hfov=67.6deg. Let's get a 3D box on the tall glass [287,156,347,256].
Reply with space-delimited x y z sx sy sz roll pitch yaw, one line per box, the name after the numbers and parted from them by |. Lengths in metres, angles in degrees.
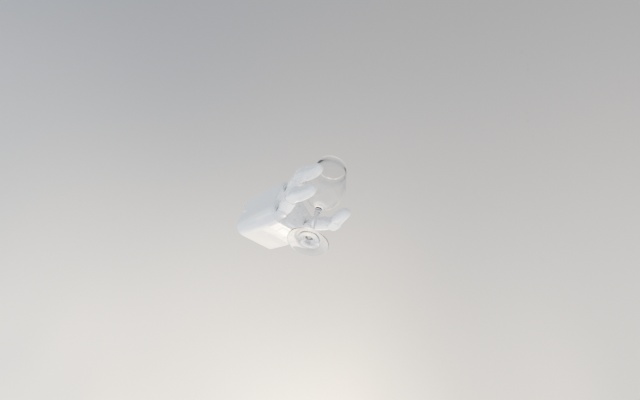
0.000 0.003 0.883 0.079 0.079 0.201 0 44 19 | tall glass
